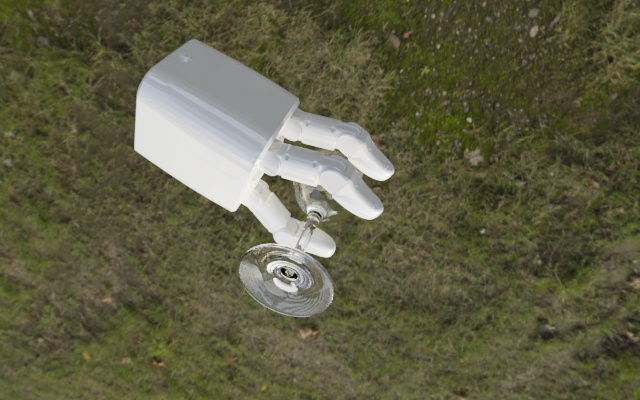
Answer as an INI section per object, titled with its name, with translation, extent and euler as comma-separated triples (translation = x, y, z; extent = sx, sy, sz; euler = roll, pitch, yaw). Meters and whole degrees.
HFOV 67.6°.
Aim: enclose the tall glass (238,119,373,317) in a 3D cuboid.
[tall glass]
translation = 0.000, 0.002, 0.426
extent = 0.079, 0.079, 0.201
euler = 0, 36, 20
